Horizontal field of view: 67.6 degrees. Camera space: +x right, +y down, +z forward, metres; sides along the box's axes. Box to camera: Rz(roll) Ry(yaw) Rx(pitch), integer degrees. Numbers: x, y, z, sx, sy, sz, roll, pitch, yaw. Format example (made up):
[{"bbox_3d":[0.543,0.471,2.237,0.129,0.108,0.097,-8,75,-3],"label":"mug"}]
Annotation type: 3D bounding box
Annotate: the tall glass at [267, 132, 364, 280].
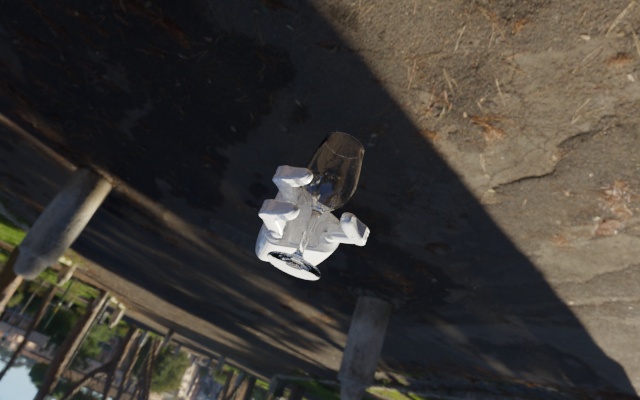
[{"bbox_3d":[0.000,0.003,0.653,0.079,0.201,0.079,18,-26,9],"label":"tall glass"}]
